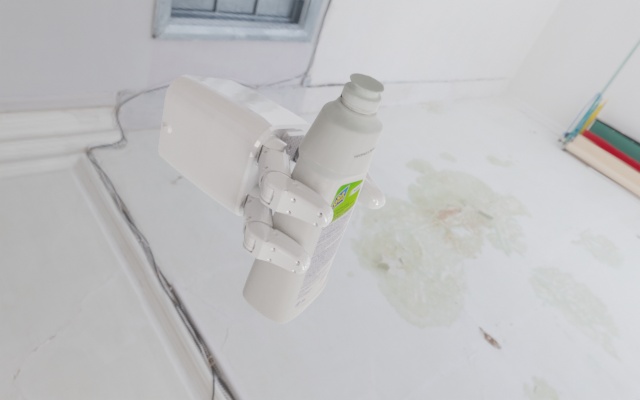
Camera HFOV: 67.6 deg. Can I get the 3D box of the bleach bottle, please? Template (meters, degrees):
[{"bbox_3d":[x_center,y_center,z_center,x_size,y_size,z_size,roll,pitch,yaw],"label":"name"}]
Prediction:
[{"bbox_3d":[0.000,0.002,0.439,0.068,0.251,0.102,33,37,14],"label":"bleach bottle"}]
